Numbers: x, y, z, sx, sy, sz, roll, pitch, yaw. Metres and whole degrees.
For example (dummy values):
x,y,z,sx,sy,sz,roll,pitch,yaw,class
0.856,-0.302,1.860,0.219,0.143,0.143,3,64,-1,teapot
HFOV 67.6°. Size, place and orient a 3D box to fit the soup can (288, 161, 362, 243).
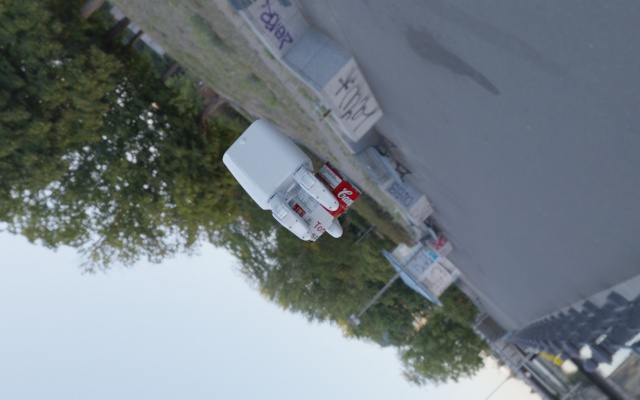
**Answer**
x,y,z,sx,sy,sz,roll,pitch,yaw,class
0.000,0.003,0.688,0.068,0.102,0.068,44,4,-3,soup can
